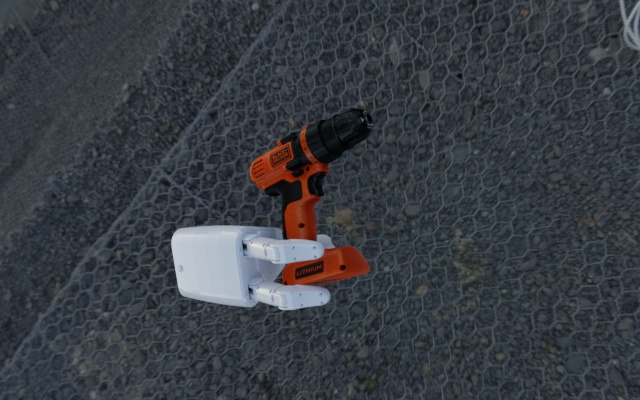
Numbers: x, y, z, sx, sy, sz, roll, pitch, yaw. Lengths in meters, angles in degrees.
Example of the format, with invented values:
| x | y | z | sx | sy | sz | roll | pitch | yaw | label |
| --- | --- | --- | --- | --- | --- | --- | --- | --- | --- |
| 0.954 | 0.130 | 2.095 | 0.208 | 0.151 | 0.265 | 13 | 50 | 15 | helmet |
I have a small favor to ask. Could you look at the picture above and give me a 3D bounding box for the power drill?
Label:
| x | y | z | sx | sy | sz | roll | pitch | yaw | label |
| --- | --- | --- | --- | --- | --- | --- | --- | --- | --- |
| 0.000 | 0.002 | 0.566 | 0.184 | 0.187 | 0.057 | -24 | -21 | 37 | power drill |
